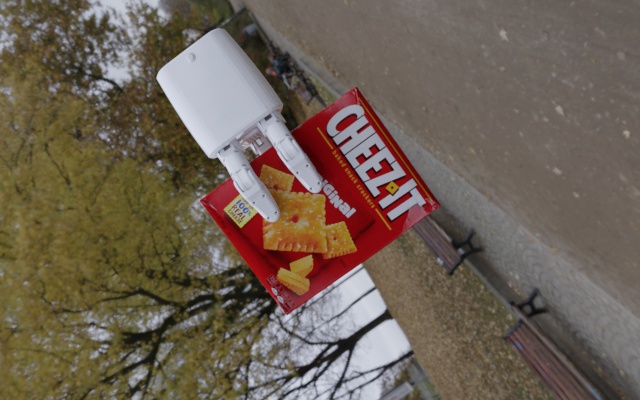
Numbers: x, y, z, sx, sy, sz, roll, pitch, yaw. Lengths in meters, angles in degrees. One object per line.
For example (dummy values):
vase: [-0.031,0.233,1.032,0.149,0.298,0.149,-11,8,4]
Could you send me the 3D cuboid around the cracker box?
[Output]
cracker box: [0.000,0.002,0.545,0.214,0.164,0.072,-36,2,4]
